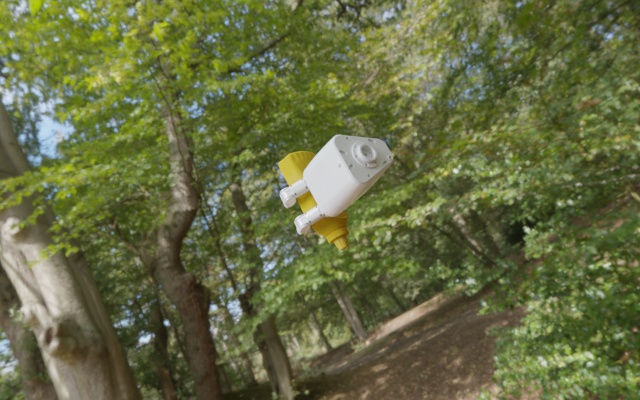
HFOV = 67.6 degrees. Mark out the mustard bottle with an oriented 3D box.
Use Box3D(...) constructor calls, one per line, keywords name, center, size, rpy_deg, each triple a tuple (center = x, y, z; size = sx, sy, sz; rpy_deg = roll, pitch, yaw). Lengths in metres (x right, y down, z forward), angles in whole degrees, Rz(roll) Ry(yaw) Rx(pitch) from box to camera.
Box3D(name="mustard bottle", center=(0.000, 0.003, 0.869), size=(0.058, 0.191, 0.096), rpy_deg=(-36, -17, 26))
